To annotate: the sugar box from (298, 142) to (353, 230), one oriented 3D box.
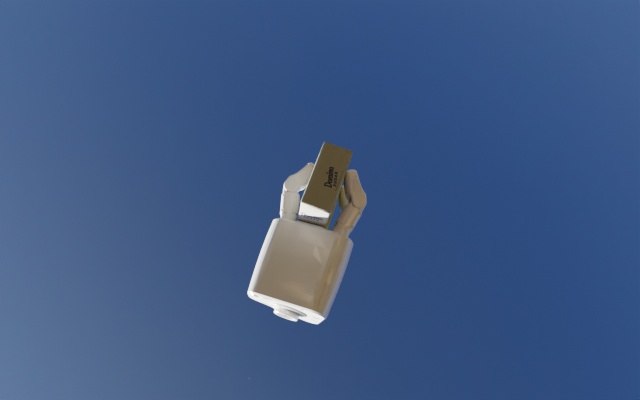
[{"bbox_3d":[0.001,0.003,0.668,0.048,0.093,0.176,21,-22,0],"label":"sugar box"}]
